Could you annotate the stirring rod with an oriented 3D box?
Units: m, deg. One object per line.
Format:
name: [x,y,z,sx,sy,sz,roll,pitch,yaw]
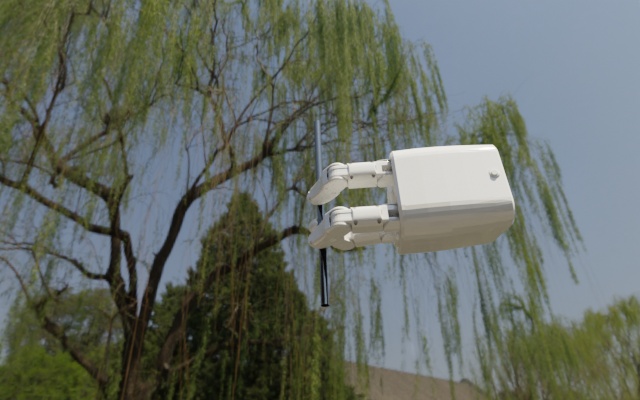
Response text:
stirring rod: [0.000,0.002,0.526,0.011,0.239,0.011,-2,-34,-1]
